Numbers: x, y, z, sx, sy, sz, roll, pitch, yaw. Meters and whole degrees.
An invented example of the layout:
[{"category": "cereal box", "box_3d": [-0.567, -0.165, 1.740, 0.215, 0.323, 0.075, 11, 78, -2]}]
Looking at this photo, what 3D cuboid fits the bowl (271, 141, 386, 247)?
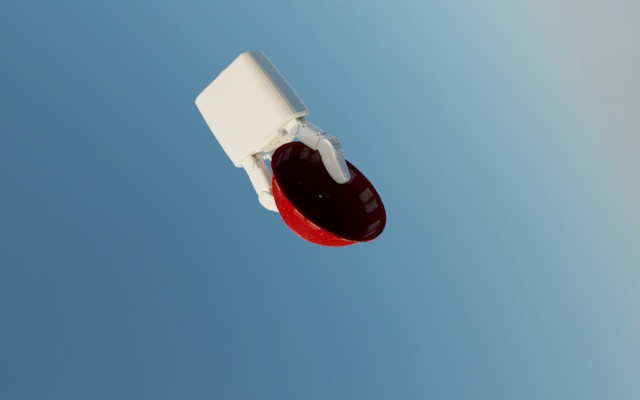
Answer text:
[{"category": "bowl", "box_3d": [0.001, 0.003, 0.586, 0.162, 0.162, 0.055, 0, -42, -43]}]
